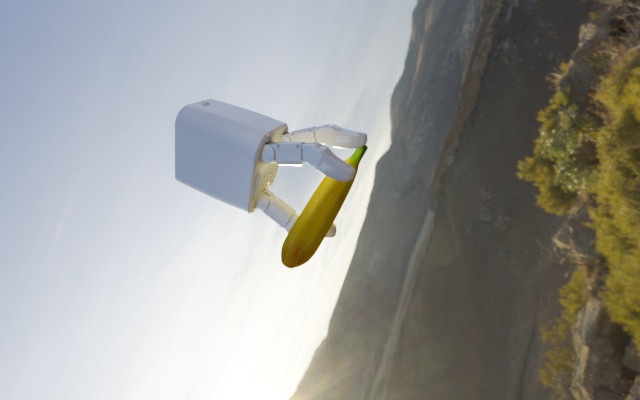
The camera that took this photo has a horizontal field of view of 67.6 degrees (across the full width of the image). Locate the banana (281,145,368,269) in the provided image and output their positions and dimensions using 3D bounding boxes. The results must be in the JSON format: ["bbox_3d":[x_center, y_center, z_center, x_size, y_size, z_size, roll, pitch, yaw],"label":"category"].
[{"bbox_3d":[-0.002,0.012,0.529,0.037,0.197,0.070,23,-41,8],"label":"banana"}]
